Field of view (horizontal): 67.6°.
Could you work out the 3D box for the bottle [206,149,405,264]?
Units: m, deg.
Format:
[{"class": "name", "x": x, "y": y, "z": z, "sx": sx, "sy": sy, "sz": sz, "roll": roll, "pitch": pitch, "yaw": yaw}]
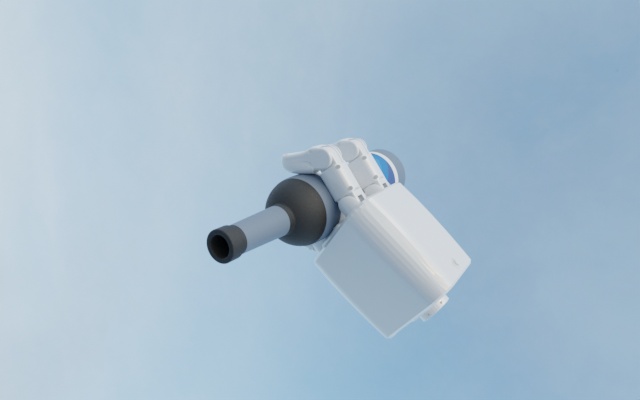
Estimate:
[{"class": "bottle", "x": 0.000, "y": 0.001, "z": 0.478, "sx": 0.069, "sy": 0.069, "sz": 0.295, "roll": 0, "pitch": 13, "yaw": 32}]
